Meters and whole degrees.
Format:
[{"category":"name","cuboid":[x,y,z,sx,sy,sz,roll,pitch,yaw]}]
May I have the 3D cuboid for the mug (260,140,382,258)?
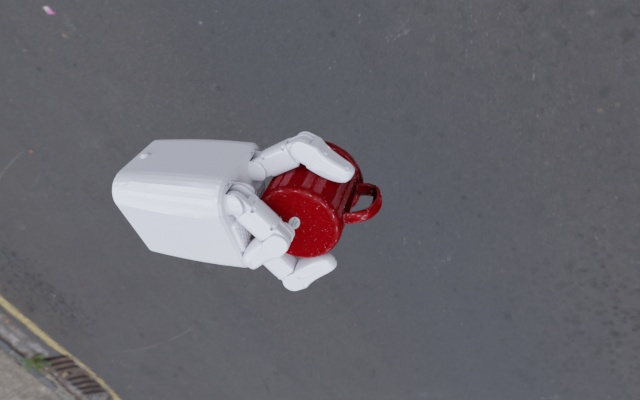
[{"category":"mug","cuboid":[0.001,0.002,0.457,0.117,0.093,0.081,5,36,15]}]
